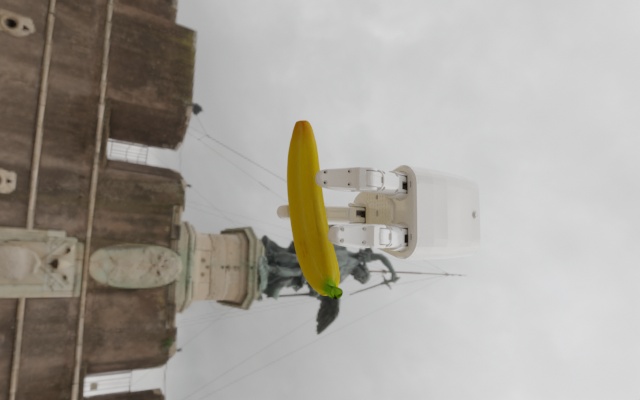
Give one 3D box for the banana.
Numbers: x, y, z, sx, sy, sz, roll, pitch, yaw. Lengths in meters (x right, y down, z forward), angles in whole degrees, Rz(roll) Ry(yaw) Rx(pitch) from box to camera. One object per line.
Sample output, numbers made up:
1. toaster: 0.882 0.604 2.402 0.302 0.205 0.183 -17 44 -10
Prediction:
1. banana: -0.007 0.014 0.483 0.037 0.197 0.070 2 -31 -26
